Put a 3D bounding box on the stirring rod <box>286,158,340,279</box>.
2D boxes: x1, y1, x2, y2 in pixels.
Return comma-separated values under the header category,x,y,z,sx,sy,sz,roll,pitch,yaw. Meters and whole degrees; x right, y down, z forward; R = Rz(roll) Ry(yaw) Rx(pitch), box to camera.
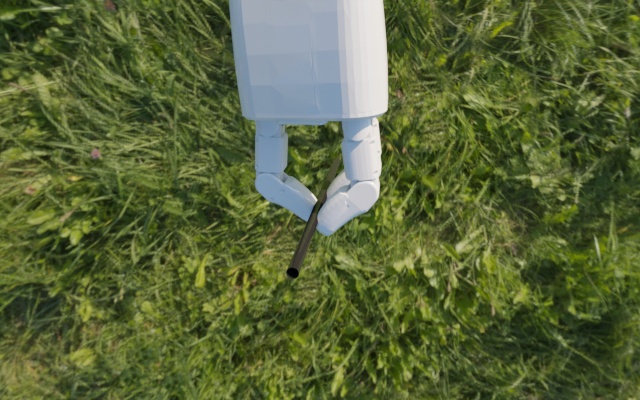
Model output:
category,x,y,z,sx,sy,sz,roll,pitch,yaw
stirring rod,0.000,0.001,0.401,0.011,0.011,0.239,0,21,9
